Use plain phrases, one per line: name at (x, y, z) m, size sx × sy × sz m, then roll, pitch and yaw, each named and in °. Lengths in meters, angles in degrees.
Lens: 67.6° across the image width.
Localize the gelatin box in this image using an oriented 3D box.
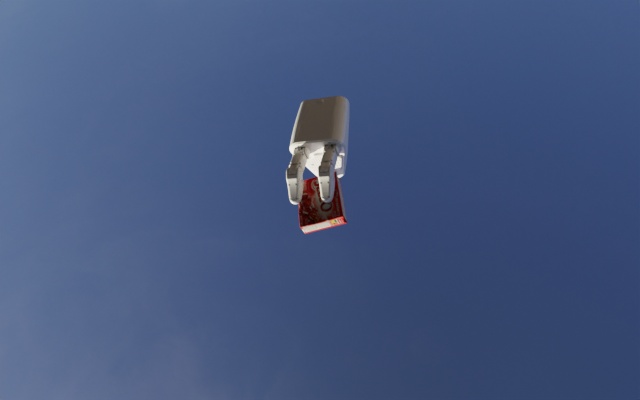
gelatin box at (0.000, 0.003, 0.783) m, size 0.073 × 0.089 × 0.030 m, roll -14°, pitch -31°, yaw 12°
